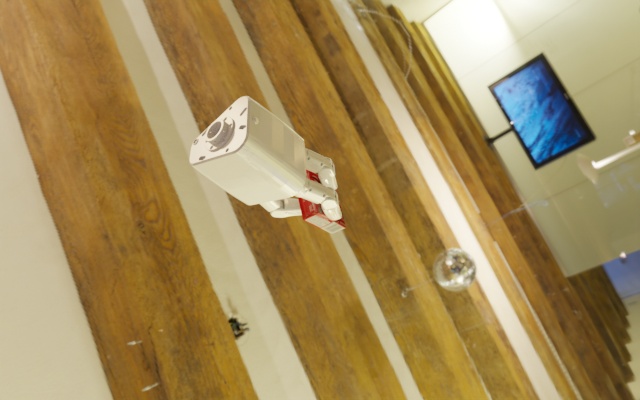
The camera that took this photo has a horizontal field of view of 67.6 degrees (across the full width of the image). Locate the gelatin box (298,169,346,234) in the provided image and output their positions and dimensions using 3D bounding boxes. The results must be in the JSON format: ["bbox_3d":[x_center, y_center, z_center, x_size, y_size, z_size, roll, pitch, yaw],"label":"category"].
[{"bbox_3d":[0.000,0.003,0.707,0.030,0.073,0.089,-24,-28,22],"label":"gelatin box"}]
